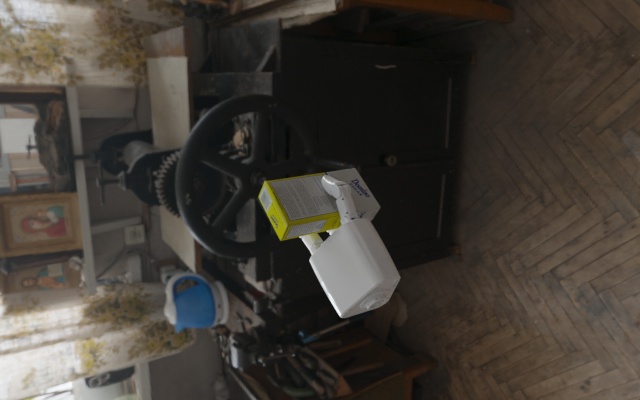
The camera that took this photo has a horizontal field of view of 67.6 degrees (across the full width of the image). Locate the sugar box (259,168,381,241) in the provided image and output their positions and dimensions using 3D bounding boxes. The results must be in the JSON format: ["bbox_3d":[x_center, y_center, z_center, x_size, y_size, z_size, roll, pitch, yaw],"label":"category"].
[{"bbox_3d":[0.000,0.003,0.768,0.176,0.093,0.048,-8,-36,-33],"label":"sugar box"}]
